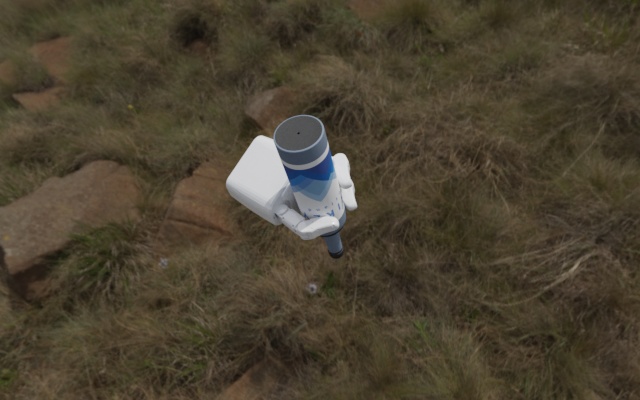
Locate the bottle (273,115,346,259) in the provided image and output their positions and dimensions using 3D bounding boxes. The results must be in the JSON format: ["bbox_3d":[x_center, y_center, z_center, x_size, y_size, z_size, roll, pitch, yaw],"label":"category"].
[{"bbox_3d":[0.000,0.002,0.719,0.069,0.069,0.296,0,-37,14],"label":"bottle"}]
